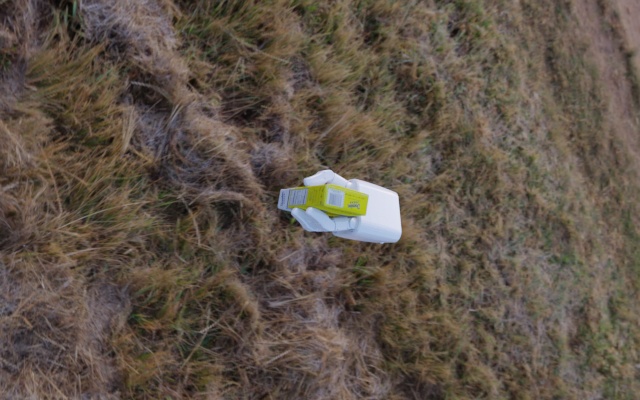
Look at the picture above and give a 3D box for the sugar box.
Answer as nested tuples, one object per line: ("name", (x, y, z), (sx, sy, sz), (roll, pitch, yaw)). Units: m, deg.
("sugar box", (0.000, 0.004, 0.897), (0.093, 0.048, 0.176), (14, -12, -30))
